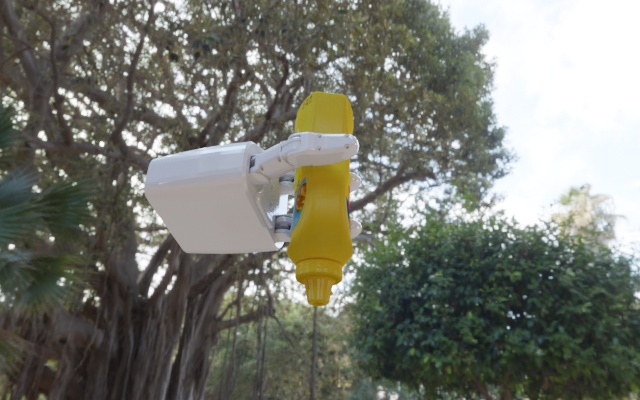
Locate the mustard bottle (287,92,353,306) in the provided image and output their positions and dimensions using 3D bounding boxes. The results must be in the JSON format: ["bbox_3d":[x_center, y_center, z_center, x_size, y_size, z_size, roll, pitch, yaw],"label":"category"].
[{"bbox_3d":[0.000,0.001,0.442,0.058,0.191,0.096,6,-28,-7],"label":"mustard bottle"}]
